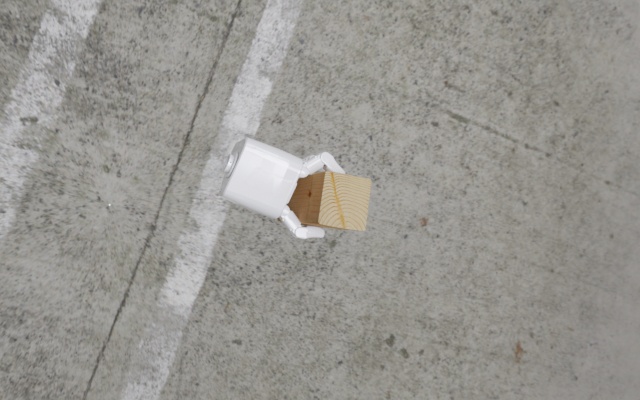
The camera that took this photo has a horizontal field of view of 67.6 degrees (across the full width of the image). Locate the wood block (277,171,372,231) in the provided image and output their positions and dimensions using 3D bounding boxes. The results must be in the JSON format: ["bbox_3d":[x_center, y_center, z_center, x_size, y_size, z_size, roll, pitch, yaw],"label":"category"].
[{"bbox_3d":[0.000,0.003,0.878,0.090,0.091,0.206,10,-4,-23],"label":"wood block"}]
